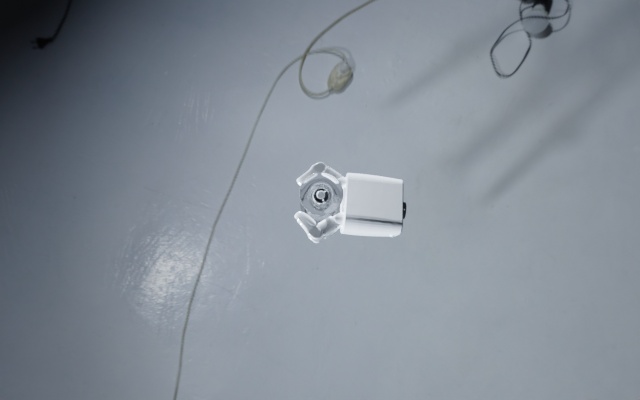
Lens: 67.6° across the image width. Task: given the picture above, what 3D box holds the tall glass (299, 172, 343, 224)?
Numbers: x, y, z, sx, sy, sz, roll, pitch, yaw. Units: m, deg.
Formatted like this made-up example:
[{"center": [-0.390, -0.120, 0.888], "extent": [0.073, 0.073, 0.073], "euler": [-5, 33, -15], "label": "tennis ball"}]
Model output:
[{"center": [0.000, 0.003, 0.897], "extent": [0.079, 0.079, 0.201], "euler": [0, -8, -1], "label": "tall glass"}]
